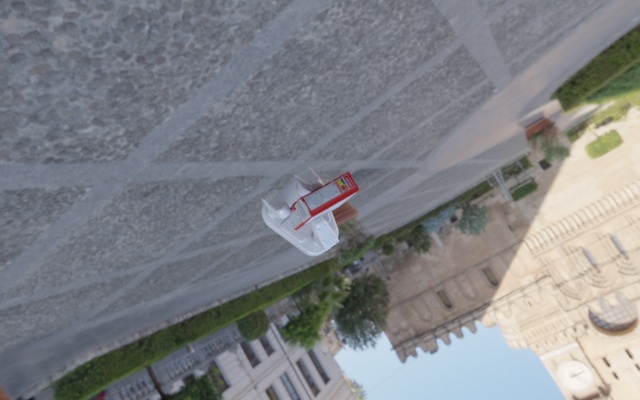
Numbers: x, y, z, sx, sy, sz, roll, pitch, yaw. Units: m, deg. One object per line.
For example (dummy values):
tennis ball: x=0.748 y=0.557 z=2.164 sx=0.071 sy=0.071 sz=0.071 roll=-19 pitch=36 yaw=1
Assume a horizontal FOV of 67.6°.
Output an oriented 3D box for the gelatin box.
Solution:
gelatin box: x=0.000 y=0.002 z=0.608 sx=0.073 sy=0.030 sz=0.089 roll=-29 pitch=-5 yaw=-21
